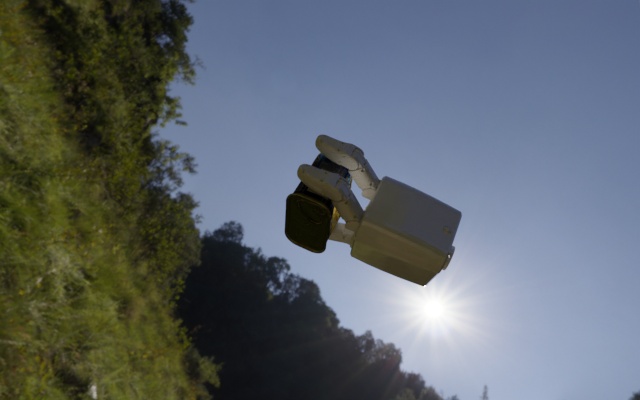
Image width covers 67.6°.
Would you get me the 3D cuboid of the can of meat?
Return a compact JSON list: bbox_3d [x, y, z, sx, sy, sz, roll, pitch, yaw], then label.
[{"bbox_3d":[0.000,0.002,0.597,0.057,0.084,0.102,23,-37,12],"label":"can of meat"}]
